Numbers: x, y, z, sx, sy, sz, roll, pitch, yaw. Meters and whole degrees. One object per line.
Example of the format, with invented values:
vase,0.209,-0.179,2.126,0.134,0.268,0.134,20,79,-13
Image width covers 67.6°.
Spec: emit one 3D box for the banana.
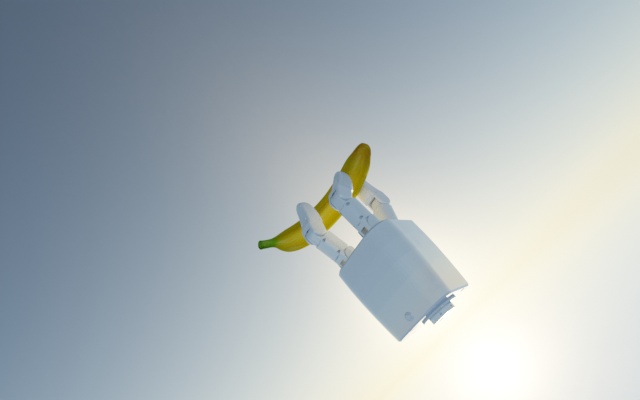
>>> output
banana,0.006,0.008,0.632,0.037,0.198,0.070,51,14,27
